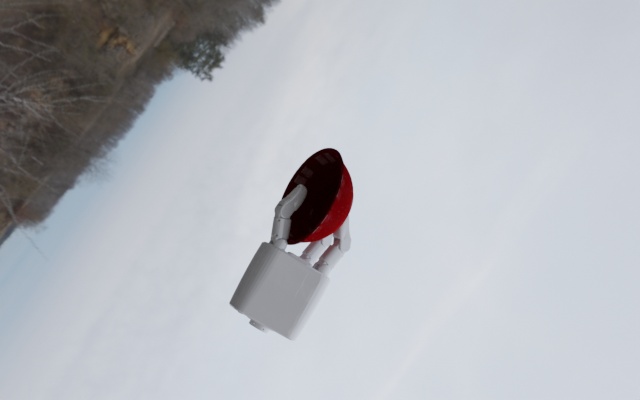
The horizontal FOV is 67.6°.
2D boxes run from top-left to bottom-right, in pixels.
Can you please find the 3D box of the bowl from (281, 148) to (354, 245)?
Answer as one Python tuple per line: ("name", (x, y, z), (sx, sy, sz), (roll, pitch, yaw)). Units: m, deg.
("bowl", (0.001, 0.001, 0.731), (0.055, 0.162, 0.162), (28, -14, -29))
